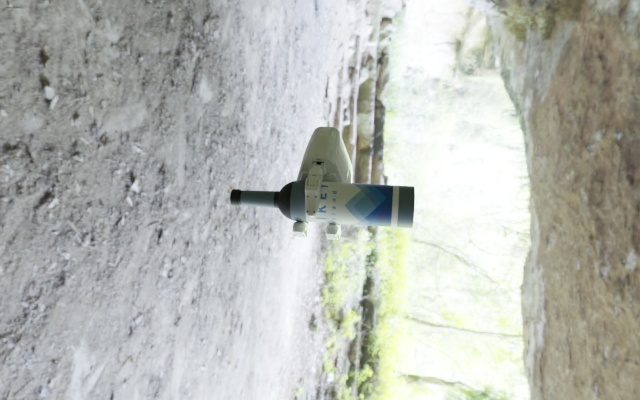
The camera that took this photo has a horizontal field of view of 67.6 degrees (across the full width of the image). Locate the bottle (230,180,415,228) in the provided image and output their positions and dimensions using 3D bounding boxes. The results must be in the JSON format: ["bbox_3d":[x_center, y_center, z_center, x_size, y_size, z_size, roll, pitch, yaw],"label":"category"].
[{"bbox_3d":[0.000,0.003,0.769,0.296,0.069,0.069,3,0,8],"label":"bottle"}]
